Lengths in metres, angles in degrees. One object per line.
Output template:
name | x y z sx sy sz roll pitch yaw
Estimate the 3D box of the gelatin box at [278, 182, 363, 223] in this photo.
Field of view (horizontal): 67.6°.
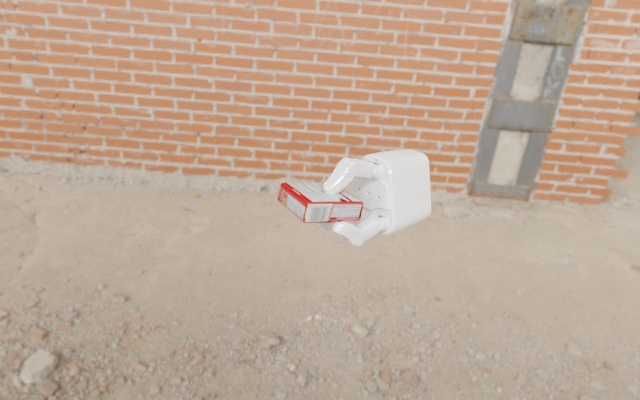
gelatin box | 0.000 0.002 0.625 0.089 0.030 0.073 0 23 -34
